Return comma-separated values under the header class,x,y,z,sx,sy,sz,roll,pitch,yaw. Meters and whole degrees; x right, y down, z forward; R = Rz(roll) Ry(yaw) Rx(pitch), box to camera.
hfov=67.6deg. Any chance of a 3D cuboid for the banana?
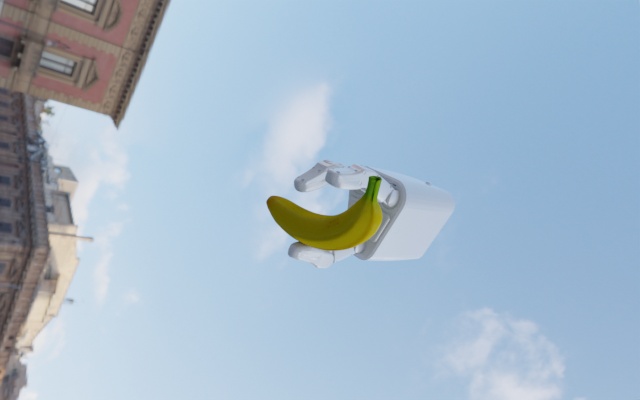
class,x,y,z,sx,sy,sz,roll,pitch,yaw
banana,0.003,0.020,0.517,0.037,0.069,0.198,1,-6,-39
